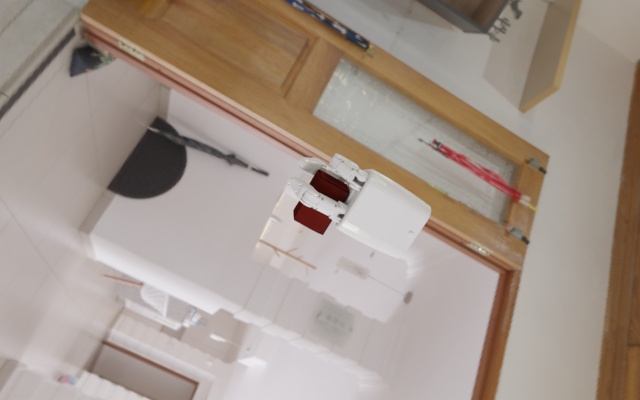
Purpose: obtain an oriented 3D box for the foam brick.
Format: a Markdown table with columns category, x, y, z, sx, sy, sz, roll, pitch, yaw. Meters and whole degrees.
| category | x | y | z | sx | sy | sz | roll | pitch | yaw |
| --- | --- | --- | --- | --- | --- | --- | --- | --- | --- |
| foam brick | 0.000 | 0.002 | 0.709 | 0.051 | 0.078 | 0.053 | 29 | 13 | -11 |
